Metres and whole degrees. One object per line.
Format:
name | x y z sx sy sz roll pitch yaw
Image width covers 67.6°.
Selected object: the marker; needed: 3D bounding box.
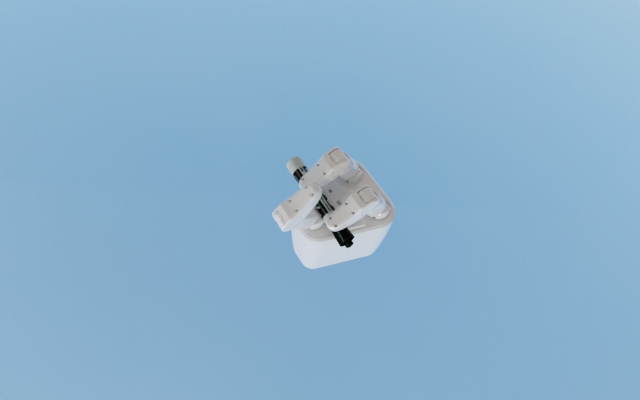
marker | 0.000 0.002 0.528 0.020 0.121 0.020 -29 -21 -13
